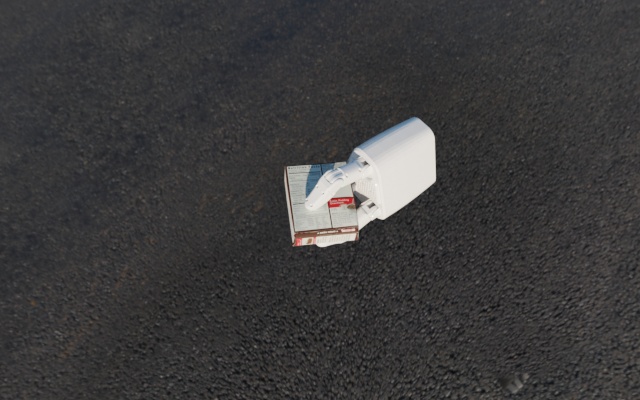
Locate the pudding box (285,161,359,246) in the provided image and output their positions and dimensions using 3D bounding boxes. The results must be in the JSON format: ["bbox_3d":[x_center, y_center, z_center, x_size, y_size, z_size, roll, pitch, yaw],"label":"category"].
[{"bbox_3d":[0.000,0.002,0.652,0.090,0.113,0.039,-5,-34,-6],"label":"pudding box"}]
